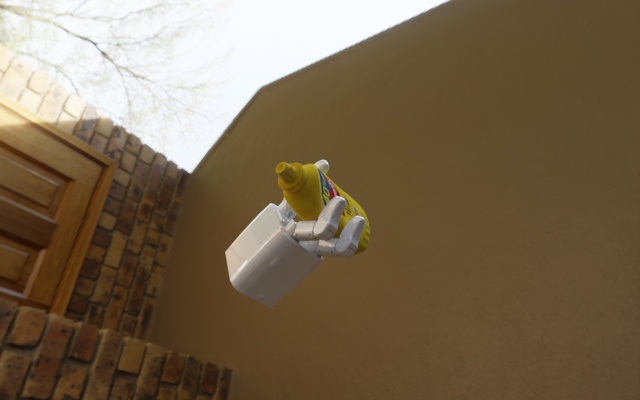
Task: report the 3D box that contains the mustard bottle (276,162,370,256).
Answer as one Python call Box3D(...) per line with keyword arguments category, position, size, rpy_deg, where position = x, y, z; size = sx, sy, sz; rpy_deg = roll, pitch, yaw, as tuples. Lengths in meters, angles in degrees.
Box3D(category="mustard bottle", position=(0.001, 0.002, 0.683), size=(0.058, 0.096, 0.192), rpy_deg=(-26, -41, 22))
